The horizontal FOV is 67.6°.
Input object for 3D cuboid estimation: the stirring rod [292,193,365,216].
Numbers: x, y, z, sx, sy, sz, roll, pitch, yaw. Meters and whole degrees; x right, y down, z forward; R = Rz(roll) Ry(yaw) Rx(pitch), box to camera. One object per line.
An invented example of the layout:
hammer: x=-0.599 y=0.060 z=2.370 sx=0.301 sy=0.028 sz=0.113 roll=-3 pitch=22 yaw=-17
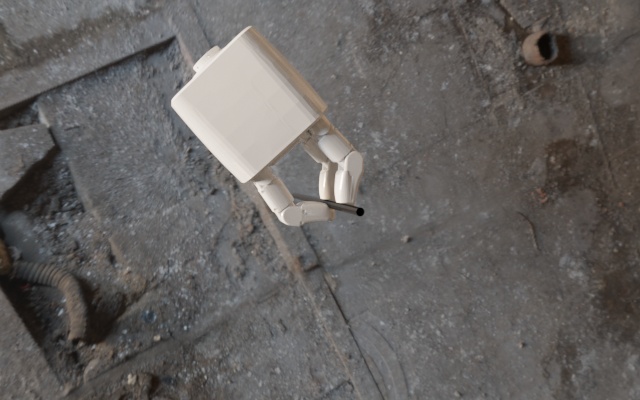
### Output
stirring rod: x=0.000 y=0.002 z=0.537 sx=0.011 sy=0.011 sz=0.239 roll=0 pitch=4 yaw=-17
